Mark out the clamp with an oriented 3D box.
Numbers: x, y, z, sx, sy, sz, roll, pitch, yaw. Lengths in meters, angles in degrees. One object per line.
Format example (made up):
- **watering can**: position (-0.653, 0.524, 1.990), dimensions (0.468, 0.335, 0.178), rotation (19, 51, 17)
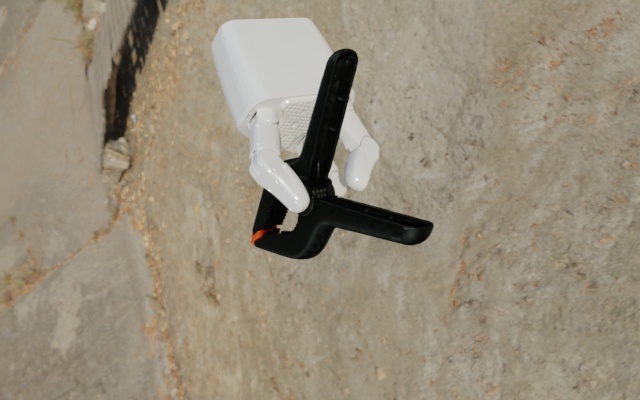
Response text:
- **clamp**: position (-0.001, 0.002, 0.415), dimensions (0.036, 0.164, 0.210), rotation (-5, -30, -39)
